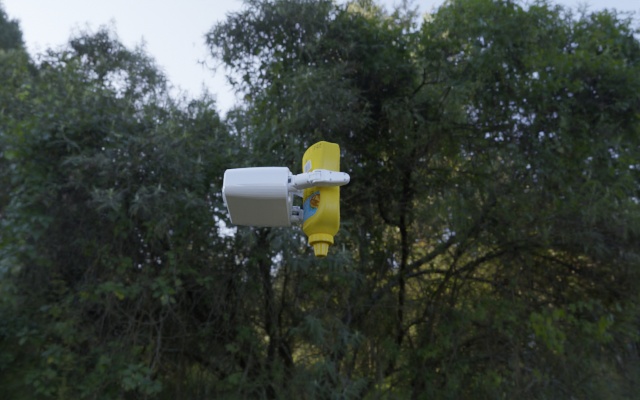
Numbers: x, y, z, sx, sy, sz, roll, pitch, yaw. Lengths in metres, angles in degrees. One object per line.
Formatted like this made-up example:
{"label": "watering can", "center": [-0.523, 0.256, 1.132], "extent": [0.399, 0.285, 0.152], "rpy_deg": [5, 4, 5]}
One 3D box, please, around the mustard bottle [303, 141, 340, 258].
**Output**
{"label": "mustard bottle", "center": [0.000, 0.002, 0.816], "extent": [0.058, 0.191, 0.096], "rpy_deg": [10, -24, -21]}
